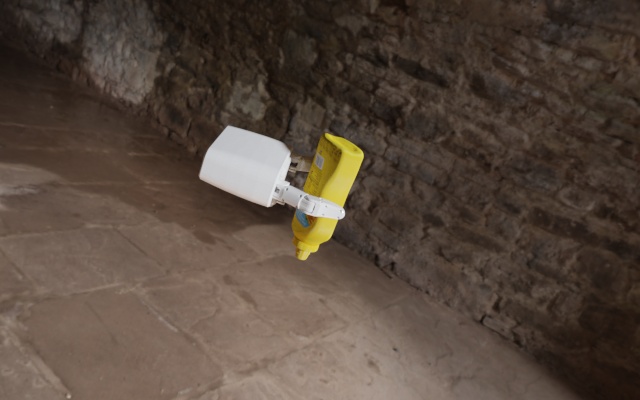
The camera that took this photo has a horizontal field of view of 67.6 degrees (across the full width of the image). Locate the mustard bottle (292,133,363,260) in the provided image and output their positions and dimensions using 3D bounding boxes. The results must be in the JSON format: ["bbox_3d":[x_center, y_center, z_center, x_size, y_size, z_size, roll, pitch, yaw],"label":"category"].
[{"bbox_3d":[0.001,0.002,0.713,0.058,0.192,0.096,13,18,-25],"label":"mustard bottle"}]
